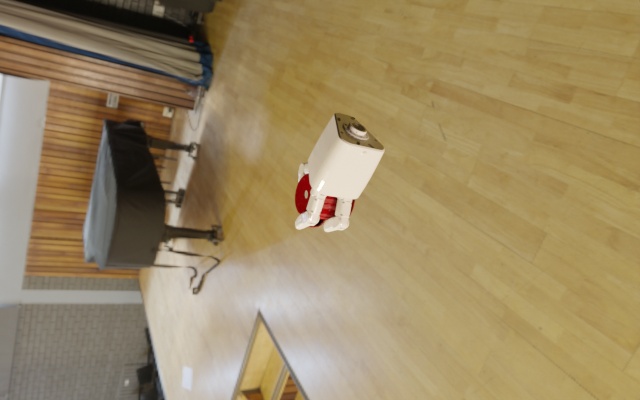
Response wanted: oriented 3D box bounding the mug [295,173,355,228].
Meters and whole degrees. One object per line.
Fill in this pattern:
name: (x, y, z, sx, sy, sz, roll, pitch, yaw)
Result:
mug: (-0.001, 0.004, 0.894, 0.081, 0.117, 0.093, 8, 37, -32)
